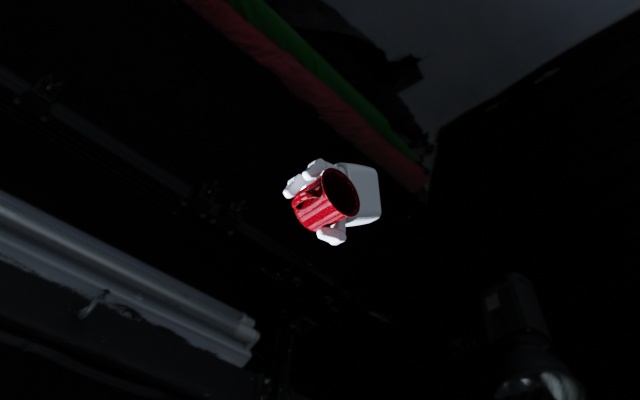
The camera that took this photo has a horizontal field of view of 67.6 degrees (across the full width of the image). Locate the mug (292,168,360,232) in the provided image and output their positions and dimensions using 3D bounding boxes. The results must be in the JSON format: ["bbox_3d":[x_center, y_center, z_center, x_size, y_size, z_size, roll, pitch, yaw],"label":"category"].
[{"bbox_3d":[-0.001,0.003,0.817,0.081,0.093,0.117,-32,-21,35],"label":"mug"}]
